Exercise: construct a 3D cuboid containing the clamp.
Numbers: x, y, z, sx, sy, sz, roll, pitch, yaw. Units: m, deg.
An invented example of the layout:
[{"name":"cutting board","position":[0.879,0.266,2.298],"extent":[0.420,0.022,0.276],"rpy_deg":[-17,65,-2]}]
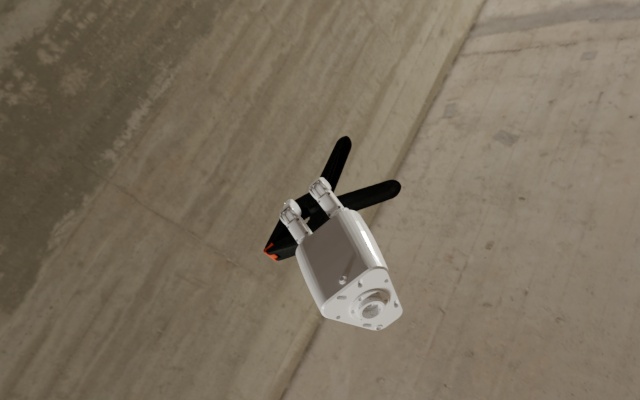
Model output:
[{"name":"clamp","position":[0.000,0.003,0.683],"extent":[0.036,0.210,0.164],"rpy_deg":[43,12,-36]}]
